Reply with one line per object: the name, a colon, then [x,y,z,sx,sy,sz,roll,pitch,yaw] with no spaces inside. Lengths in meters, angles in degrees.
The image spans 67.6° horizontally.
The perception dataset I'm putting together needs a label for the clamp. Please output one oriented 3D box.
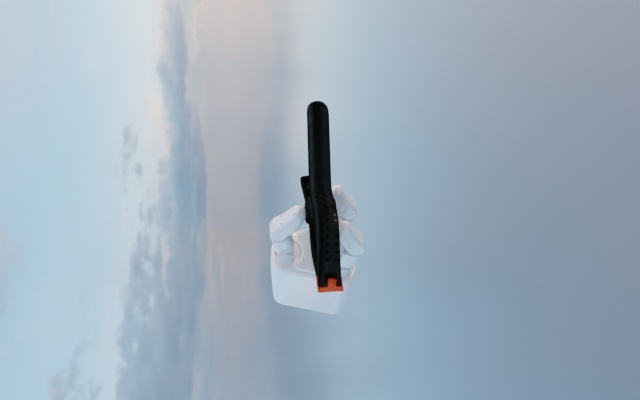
clamp: [-0.001,0.002,0.556,0.036,0.209,0.165,-3,-38,-7]
